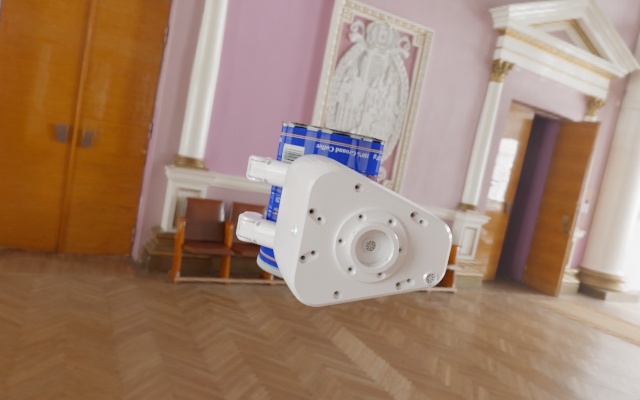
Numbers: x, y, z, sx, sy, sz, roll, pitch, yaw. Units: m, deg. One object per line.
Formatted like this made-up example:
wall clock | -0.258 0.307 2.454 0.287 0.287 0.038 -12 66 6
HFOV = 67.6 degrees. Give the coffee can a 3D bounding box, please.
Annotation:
coffee can | 0.000 0.002 0.470 0.103 0.140 0.103 11 6 -1
